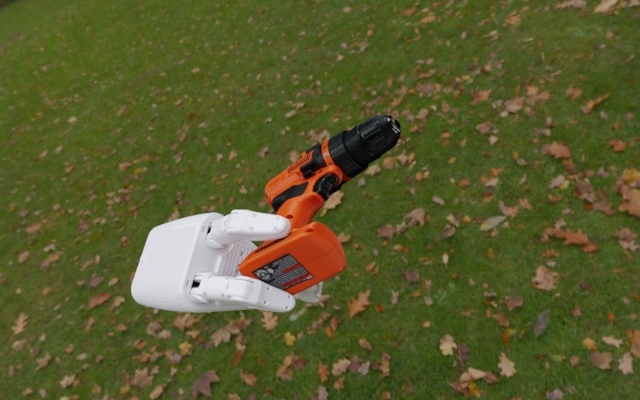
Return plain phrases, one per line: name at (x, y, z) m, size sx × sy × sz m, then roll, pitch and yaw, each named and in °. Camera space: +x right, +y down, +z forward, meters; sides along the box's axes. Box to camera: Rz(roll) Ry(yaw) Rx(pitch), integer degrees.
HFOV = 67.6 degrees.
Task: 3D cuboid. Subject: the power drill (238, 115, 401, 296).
power drill at (0.000, 0.002, 0.489) m, size 0.184 × 0.057 × 0.187 m, roll -32°, pitch 24°, yaw 31°
